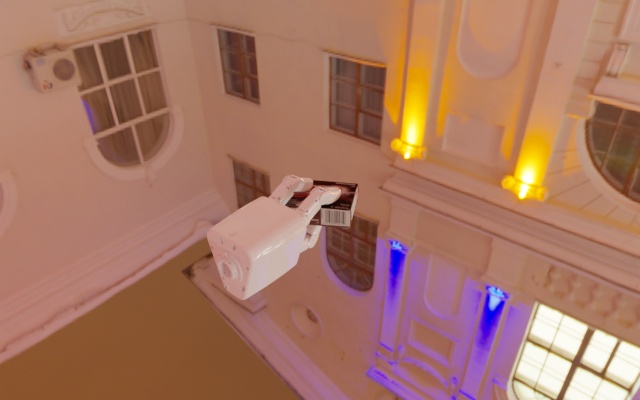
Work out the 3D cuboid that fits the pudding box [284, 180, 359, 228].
[{"bbox_3d":[0.000,0.003,0.772,0.113,0.039,0.090,7,32,9],"label":"pudding box"}]
